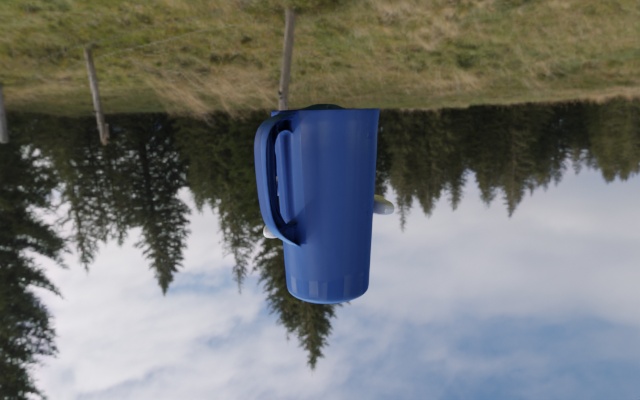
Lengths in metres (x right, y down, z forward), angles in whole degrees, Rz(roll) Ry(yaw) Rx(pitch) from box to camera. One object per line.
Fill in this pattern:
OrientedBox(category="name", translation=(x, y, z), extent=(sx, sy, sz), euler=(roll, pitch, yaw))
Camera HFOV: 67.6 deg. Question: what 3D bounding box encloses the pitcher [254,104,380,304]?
OrientedBox(category="pitcher", translation=(0.000, 0.002, 0.601), extent=(0.149, 0.243, 0.145), euler=(-1, 10, -2))
